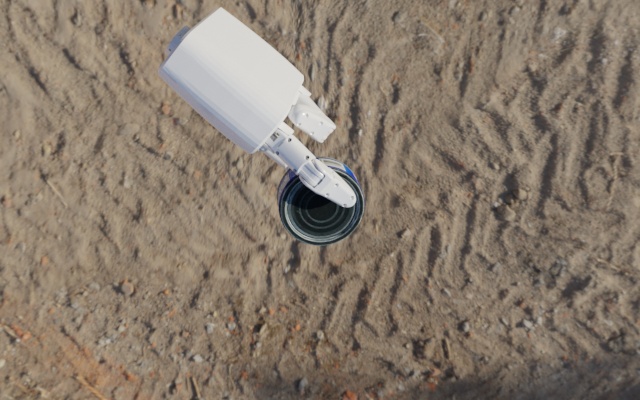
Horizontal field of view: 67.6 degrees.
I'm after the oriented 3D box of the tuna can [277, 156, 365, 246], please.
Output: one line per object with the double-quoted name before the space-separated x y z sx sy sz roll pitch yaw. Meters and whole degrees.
"tuna can" 0.000 0.002 0.476 0.086 0.086 0.033 0 23 -8
